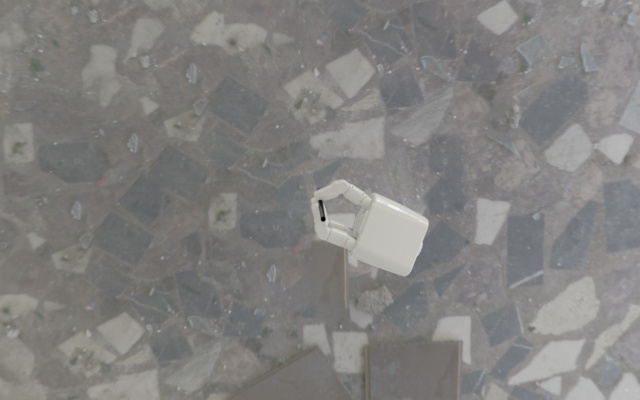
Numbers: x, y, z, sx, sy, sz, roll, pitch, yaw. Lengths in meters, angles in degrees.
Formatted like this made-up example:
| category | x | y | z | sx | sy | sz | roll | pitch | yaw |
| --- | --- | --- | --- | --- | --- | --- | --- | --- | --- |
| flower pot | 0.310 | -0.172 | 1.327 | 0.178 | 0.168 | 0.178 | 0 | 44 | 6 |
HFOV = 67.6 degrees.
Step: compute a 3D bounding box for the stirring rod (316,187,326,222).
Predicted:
| category | x | y | z | sx | sy | sz | roll | pitch | yaw |
| --- | --- | --- | --- | --- | --- | --- | --- | --- | --- |
| stirring rod | 0.000 | 0.003 | 0.804 | 0.011 | 0.011 | 0.239 | 0 | 12 | -2 |
